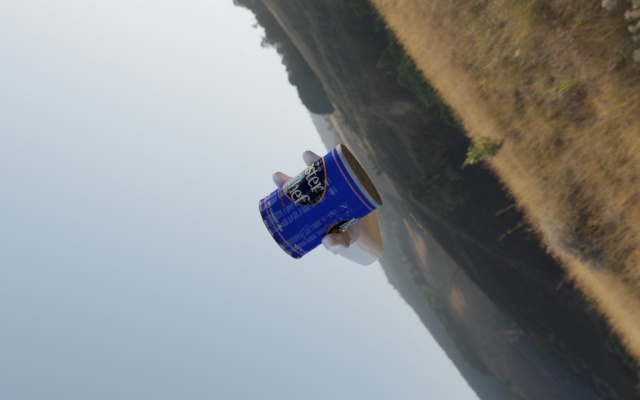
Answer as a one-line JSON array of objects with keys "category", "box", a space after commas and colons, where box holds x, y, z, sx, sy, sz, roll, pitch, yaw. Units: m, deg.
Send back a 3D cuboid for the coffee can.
[{"category": "coffee can", "box": [0.000, 0.002, 0.666, 0.140, 0.103, 0.103, -34, -9, 13]}]
